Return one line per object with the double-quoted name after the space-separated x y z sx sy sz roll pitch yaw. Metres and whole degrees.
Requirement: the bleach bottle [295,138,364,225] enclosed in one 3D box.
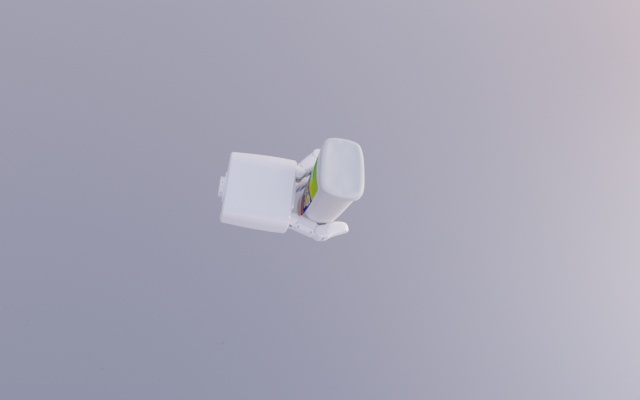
0.000 0.002 0.789 0.068 0.102 0.251 9 -27 -12 "bleach bottle"
